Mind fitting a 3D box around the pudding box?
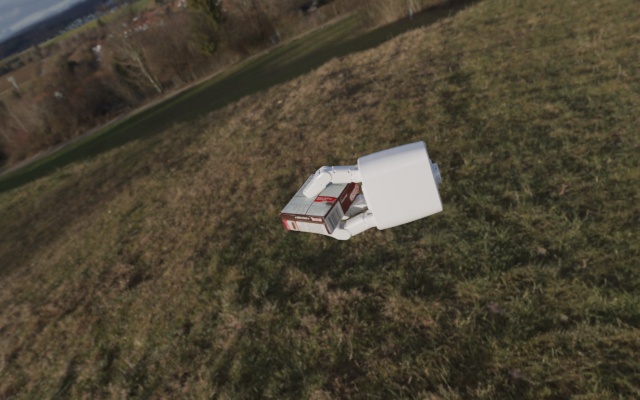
[{"bbox_3d":[0.000,0.002,0.778,0.090,0.039,0.113,4,40,34],"label":"pudding box"}]
